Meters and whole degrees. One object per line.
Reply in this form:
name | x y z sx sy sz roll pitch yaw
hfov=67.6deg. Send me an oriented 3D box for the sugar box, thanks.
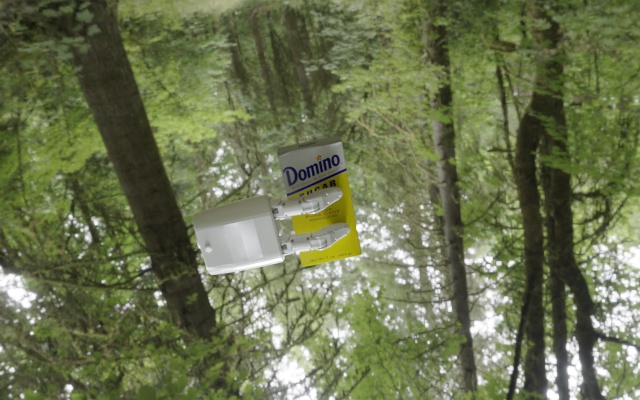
sugar box | 0.000 0.003 0.693 0.093 0.176 0.048 -12 21 0
